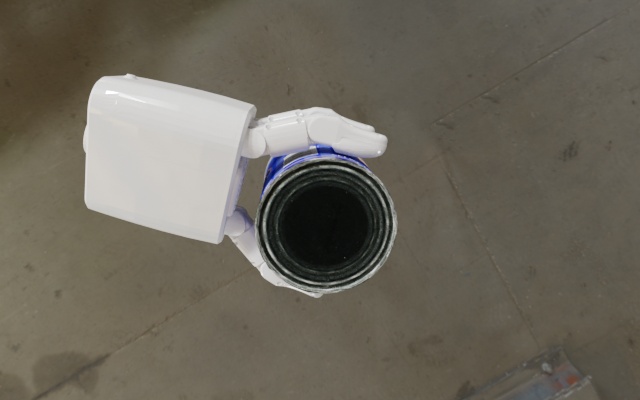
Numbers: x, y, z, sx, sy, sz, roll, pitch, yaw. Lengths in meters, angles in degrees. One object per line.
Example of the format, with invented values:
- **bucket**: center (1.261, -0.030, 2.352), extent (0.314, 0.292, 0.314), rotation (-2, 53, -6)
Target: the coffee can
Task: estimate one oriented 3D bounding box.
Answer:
- **coffee can**: center (0.000, 0.001, 0.406), extent (0.103, 0.103, 0.140), rotation (0, 15, -4)
